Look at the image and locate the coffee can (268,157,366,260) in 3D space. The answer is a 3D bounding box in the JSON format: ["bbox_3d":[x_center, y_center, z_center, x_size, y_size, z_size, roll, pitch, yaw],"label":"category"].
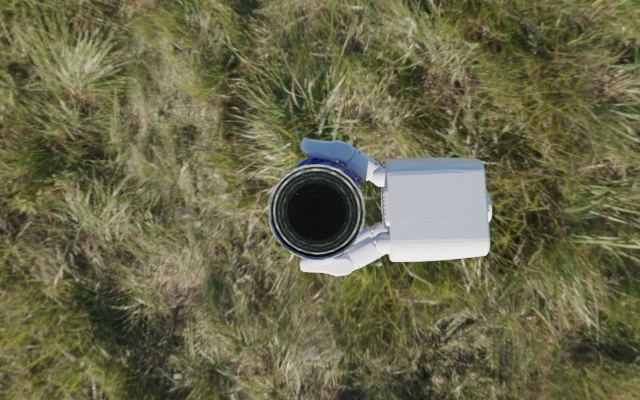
[{"bbox_3d":[0.000,0.002,0.562,0.103,0.103,0.140,0,9,4],"label":"coffee can"}]
